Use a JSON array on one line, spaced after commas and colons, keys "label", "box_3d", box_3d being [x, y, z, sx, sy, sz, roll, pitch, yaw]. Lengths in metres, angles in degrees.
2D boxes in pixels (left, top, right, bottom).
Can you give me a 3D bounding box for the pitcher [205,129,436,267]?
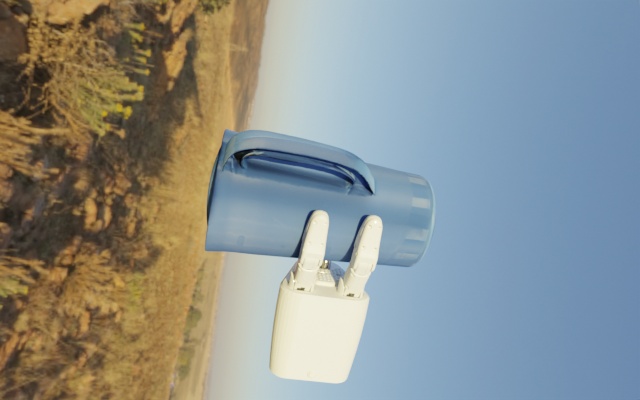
[{"label": "pitcher", "box_3d": [0.000, 0.002, 0.525, 0.243, 0.145, 0.149, 9, 13, -10]}]
